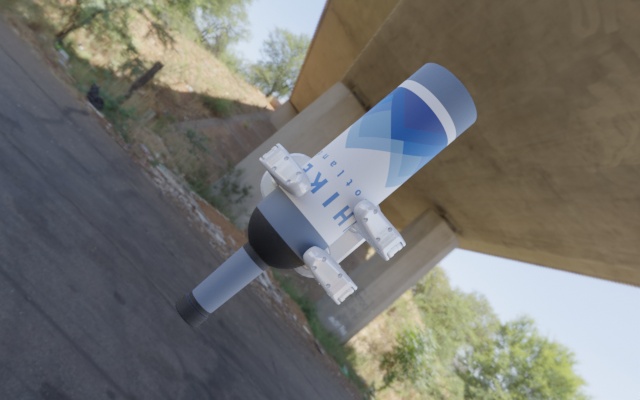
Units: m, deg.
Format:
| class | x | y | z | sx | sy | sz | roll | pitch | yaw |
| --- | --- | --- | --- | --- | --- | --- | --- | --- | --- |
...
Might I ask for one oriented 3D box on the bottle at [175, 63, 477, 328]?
| class | x | y | z | sx | sy | sz | roll | pitch | yaw |
| --- | --- | --- | --- | --- | --- | --- | --- | --- | --- |
| bottle | 0.000 | 0.001 | 0.408 | 0.295 | 0.069 | 0.069 | -40 | 3 | -4 |
